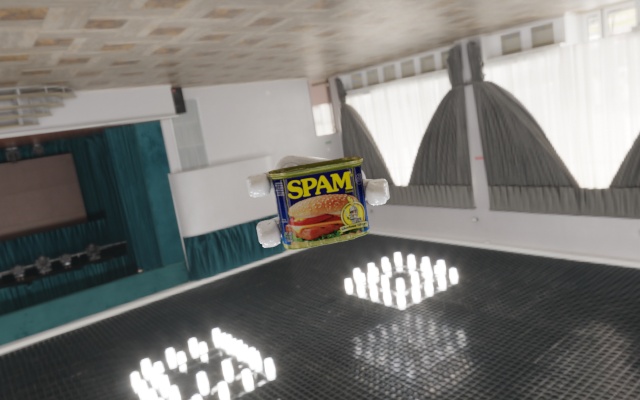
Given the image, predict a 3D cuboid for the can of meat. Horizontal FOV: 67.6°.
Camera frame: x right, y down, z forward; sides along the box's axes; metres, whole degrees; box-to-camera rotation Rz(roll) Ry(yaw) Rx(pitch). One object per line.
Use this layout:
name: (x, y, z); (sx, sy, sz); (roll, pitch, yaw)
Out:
can of meat: (0.000, 0.002, 0.523); (0.102, 0.084, 0.057); (-10, 10, -7)
